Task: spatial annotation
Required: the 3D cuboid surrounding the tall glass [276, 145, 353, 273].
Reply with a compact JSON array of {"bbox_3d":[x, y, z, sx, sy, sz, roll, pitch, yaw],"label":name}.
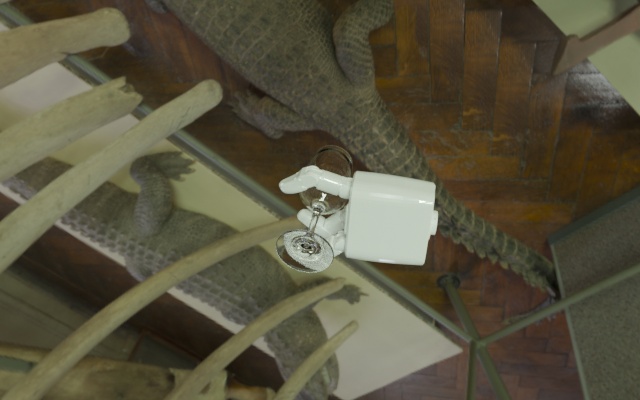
[{"bbox_3d":[0.000,0.003,0.667,0.079,0.079,0.201,0,39,14],"label":"tall glass"}]
